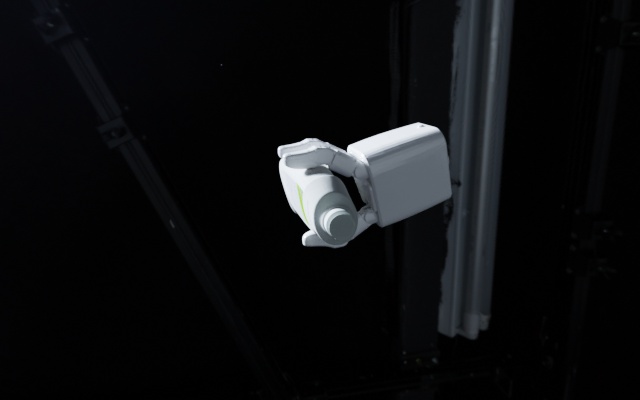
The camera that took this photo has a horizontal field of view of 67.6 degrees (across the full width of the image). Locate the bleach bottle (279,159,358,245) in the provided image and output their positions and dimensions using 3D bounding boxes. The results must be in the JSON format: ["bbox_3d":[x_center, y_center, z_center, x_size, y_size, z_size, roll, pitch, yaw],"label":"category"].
[{"bbox_3d":[0.000,0.002,0.608,0.068,0.102,0.250,-20,19,-6],"label":"bleach bottle"}]
